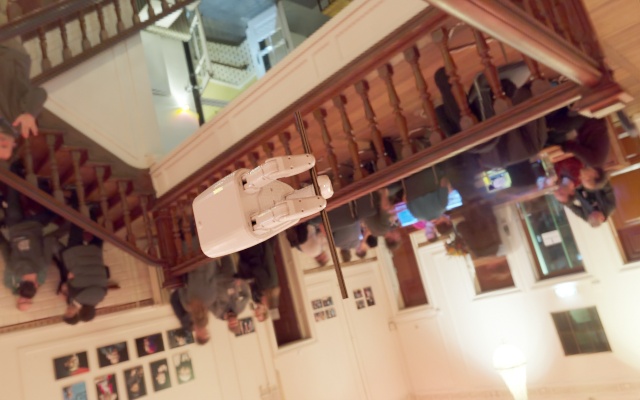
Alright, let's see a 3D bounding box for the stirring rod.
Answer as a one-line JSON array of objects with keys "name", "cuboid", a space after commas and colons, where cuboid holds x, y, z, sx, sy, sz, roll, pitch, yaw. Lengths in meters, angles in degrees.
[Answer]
[{"name": "stirring rod", "cuboid": [0.000, 0.002, 0.586, 0.011, 0.239, 0.011, -14, -11, -3]}]
